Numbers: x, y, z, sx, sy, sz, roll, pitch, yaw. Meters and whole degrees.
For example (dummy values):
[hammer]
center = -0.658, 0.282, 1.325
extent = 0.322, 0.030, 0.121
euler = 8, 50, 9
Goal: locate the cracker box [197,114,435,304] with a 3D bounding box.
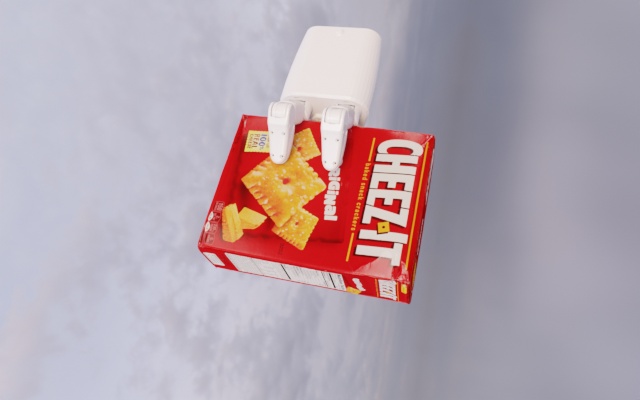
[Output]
[cracker box]
center = 0.000, 0.002, 0.498
extent = 0.213, 0.164, 0.072
euler = 8, -25, 14
